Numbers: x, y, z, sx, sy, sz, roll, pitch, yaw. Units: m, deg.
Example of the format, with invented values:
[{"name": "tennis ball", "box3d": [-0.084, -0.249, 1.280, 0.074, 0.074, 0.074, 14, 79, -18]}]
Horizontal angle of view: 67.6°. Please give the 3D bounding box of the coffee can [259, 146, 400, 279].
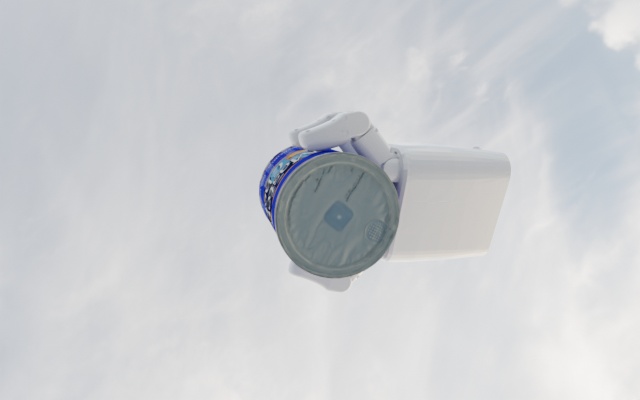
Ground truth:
[{"name": "coffee can", "box3d": [0.000, 0.002, 0.444, 0.103, 0.103, 0.140, 0, 10, -13]}]
